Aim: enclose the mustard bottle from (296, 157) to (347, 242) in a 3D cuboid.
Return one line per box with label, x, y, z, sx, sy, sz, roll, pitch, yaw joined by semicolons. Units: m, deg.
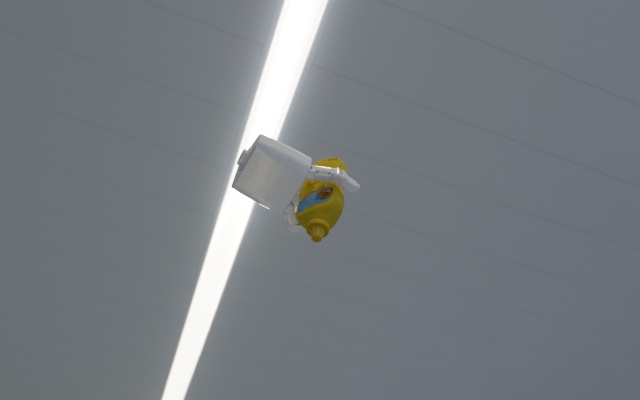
mustard bottle;0.000;0.003;0.888;0.096;0.191;0.058;-25;-56;25
